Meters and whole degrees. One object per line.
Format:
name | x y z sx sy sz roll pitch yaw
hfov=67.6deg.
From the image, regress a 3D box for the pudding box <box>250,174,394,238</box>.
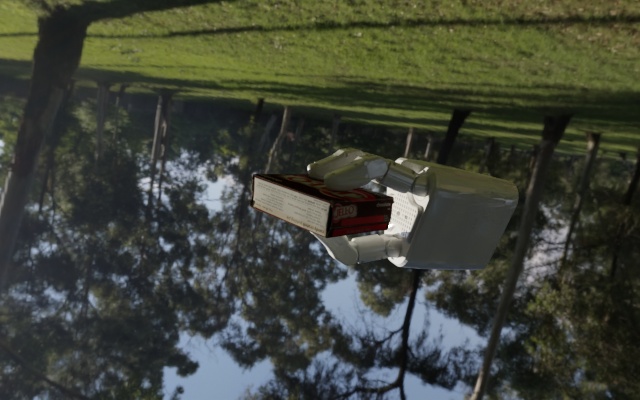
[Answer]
pudding box | 0.000 0.002 0.466 0.113 0.039 0.090 16 13 42
